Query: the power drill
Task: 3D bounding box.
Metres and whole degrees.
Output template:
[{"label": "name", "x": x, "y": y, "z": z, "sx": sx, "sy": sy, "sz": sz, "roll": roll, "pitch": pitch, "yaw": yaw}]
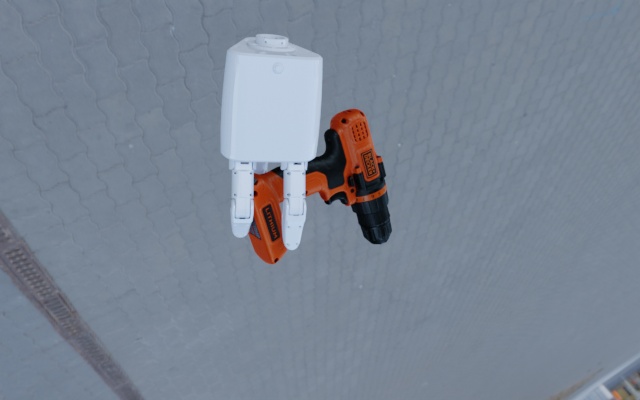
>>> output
[{"label": "power drill", "x": 0.000, "y": 0.002, "z": 0.582, "sx": 0.187, "sy": 0.184, "sz": 0.057, "roll": -27, "pitch": 22, "yaw": -26}]
